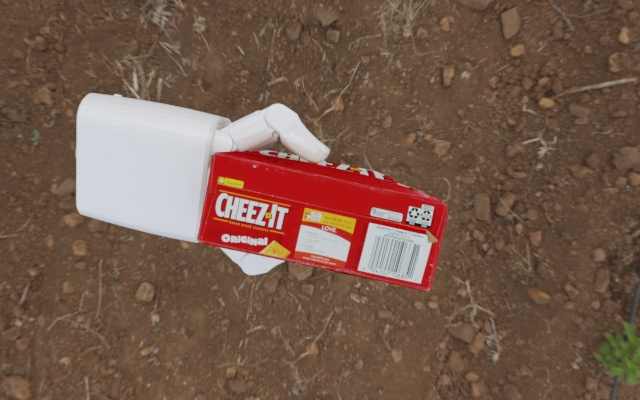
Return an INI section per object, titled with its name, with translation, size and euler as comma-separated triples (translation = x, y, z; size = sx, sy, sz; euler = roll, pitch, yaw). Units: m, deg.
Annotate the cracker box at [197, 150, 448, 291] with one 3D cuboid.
[cracker box]
translation = 0.000, 0.002, 0.420
size = 0.164, 0.072, 0.213
euler = 12, 7, -3
